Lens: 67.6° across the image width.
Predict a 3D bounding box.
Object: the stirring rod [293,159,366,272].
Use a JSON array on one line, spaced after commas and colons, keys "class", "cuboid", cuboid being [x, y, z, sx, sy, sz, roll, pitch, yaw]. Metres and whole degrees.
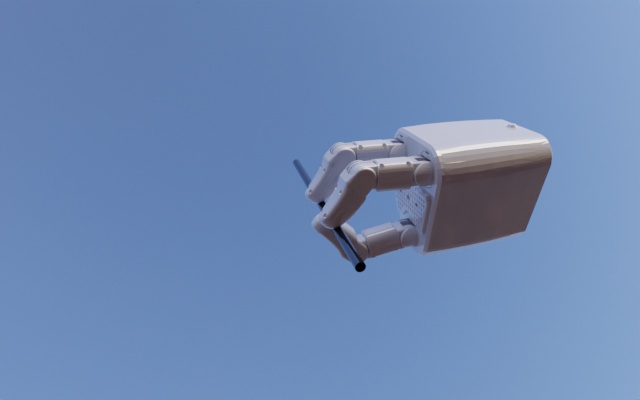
[{"class": "stirring rod", "cuboid": [0.000, 0.002, 0.438, 0.011, 0.011, 0.239, 0, 22, -14]}]
